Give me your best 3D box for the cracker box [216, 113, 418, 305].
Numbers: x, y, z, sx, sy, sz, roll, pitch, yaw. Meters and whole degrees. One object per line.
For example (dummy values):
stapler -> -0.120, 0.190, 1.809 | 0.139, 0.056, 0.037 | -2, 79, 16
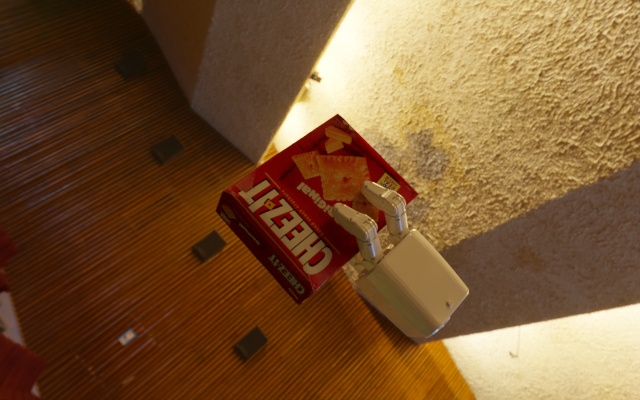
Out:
cracker box -> 0.000, 0.002, 0.629 | 0.213, 0.164, 0.072 | -39, -8, -31
